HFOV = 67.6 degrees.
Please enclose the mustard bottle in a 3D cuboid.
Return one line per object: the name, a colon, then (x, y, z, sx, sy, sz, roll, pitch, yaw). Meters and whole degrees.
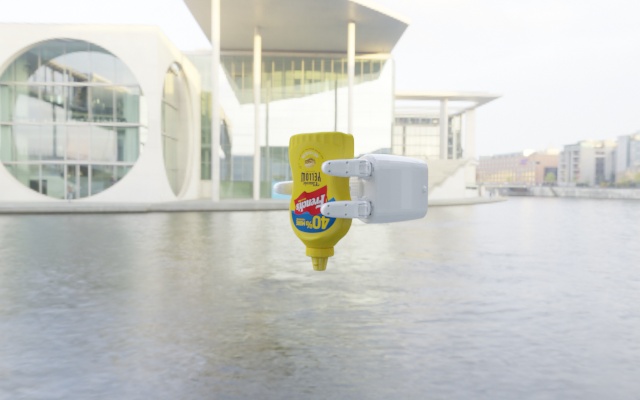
mustard bottle: (0.000, 0.002, 0.668, 0.096, 0.191, 0.058, 1, 2, 33)
